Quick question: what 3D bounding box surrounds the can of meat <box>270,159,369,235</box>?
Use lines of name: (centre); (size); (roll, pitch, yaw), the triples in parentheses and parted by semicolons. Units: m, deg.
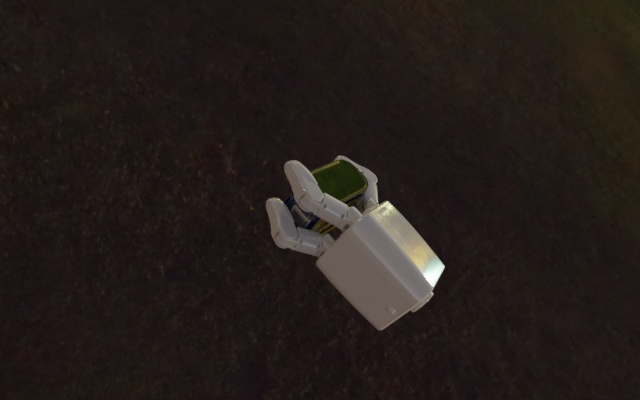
can of meat: (0.000, 0.002, 0.578); (0.102, 0.057, 0.084); (-28, -16, -48)
